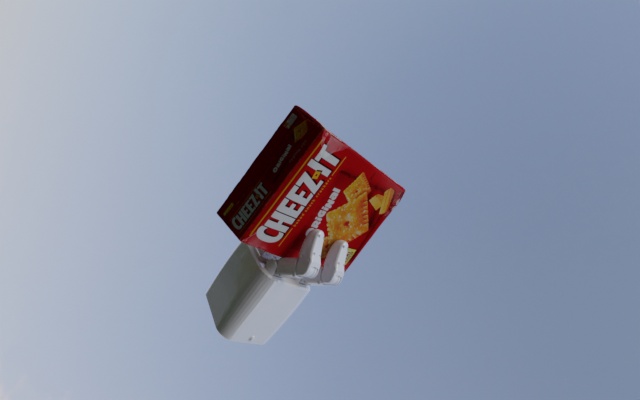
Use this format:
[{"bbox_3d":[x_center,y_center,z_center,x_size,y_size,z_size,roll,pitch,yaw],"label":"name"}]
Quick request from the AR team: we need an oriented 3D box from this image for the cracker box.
[{"bbox_3d":[0.000,0.002,0.626,0.072,0.164,0.214,42,9,39],"label":"cracker box"}]
